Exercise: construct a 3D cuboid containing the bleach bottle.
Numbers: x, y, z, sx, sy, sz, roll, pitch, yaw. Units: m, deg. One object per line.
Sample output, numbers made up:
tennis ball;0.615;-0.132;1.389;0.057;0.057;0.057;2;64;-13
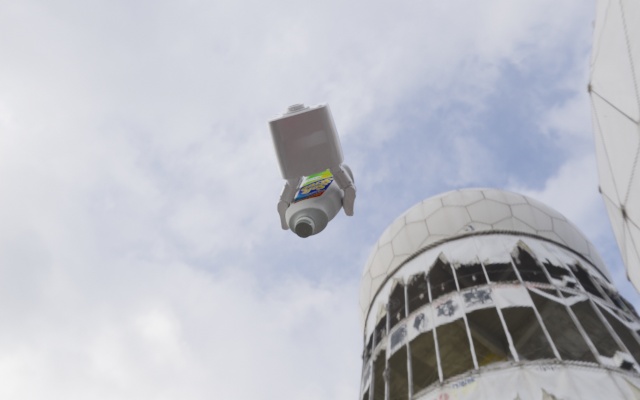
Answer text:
bleach bottle;0.000;0.003;0.859;0.102;0.068;0.250;-11;17;13
